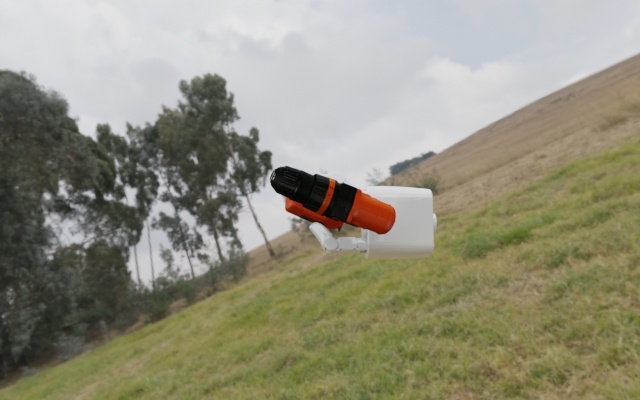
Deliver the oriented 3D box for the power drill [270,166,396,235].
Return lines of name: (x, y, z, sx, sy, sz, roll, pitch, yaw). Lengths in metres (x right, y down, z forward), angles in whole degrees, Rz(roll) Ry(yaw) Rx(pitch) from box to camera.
power drill: (0.000, 0.002, 0.719, 0.184, 0.057, 0.187, 23, -6, -13)
